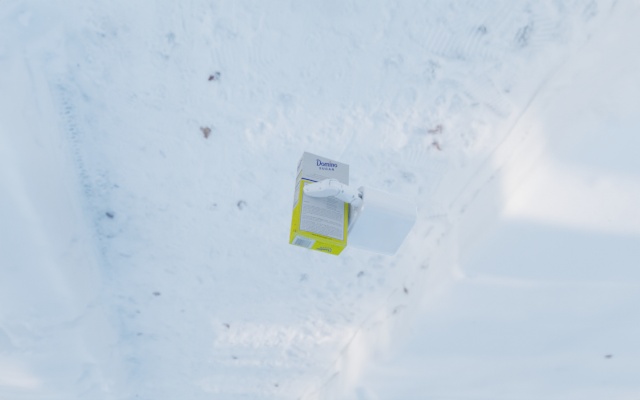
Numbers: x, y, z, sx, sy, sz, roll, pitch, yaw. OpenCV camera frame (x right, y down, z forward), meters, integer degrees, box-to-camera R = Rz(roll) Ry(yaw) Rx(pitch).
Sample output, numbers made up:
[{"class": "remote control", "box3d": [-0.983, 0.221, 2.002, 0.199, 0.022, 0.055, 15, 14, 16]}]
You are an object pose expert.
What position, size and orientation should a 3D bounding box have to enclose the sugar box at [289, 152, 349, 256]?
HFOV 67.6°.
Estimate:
[{"class": "sugar box", "box3d": [0.000, 0.003, 0.839, 0.093, 0.176, 0.048, 16, -40, -15]}]
